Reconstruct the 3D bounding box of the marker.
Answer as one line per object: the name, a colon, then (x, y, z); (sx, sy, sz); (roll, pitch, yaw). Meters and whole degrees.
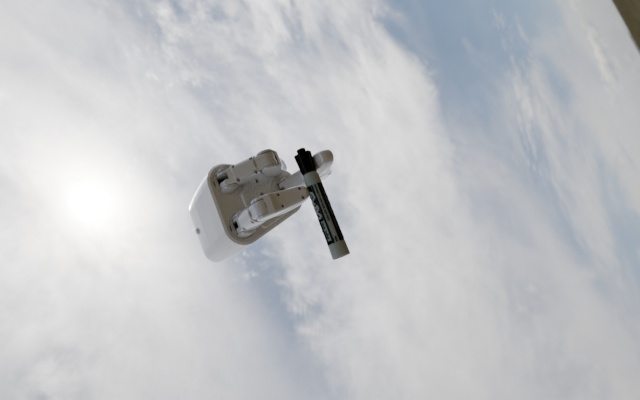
marker: (0.000, 0.002, 0.493); (0.020, 0.121, 0.020); (-20, -10, -4)
